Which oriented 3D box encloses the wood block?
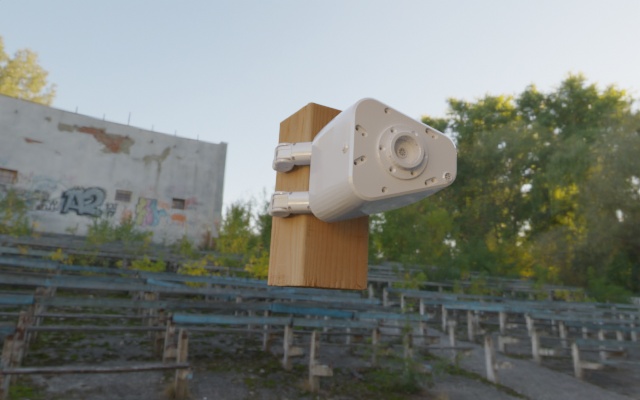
[{"bbox_3d":[0.001,0.002,0.577,0.091,0.206,0.090,10,-13,-28],"label":"wood block"}]
